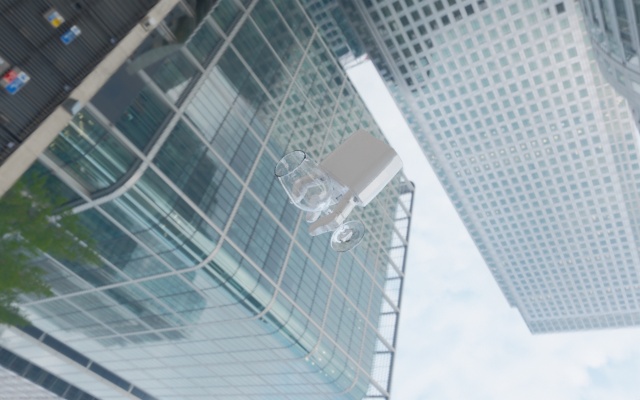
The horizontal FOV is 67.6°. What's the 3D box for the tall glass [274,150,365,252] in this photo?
[{"bbox_3d":[0.000,0.003,0.843,0.079,0.079,0.201,0,-40,43],"label":"tall glass"}]
